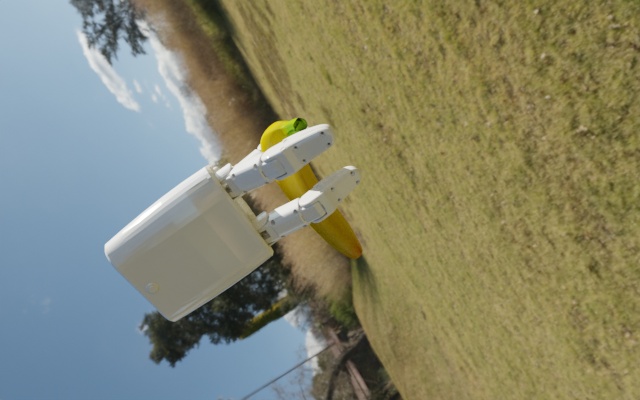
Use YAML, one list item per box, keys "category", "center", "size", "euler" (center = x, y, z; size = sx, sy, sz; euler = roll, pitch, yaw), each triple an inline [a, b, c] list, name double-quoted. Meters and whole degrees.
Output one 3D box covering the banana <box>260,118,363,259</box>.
- category: "banana"
  center: [-0.012, -0.009, 0.462]
  size: [0.069, 0.037, 0.198]
  euler: [39, -15, 41]
